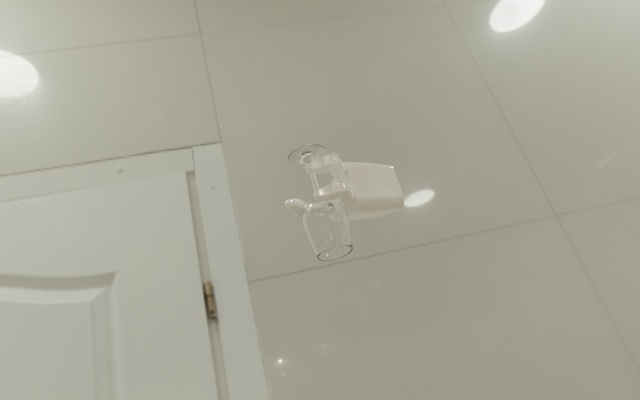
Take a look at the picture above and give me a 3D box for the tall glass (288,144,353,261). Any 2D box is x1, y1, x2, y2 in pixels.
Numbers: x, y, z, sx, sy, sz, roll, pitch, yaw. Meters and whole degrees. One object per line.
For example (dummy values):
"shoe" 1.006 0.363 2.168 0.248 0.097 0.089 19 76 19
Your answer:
"tall glass" 0.000 0.002 0.842 0.079 0.201 0.079 -13 -26 -6
